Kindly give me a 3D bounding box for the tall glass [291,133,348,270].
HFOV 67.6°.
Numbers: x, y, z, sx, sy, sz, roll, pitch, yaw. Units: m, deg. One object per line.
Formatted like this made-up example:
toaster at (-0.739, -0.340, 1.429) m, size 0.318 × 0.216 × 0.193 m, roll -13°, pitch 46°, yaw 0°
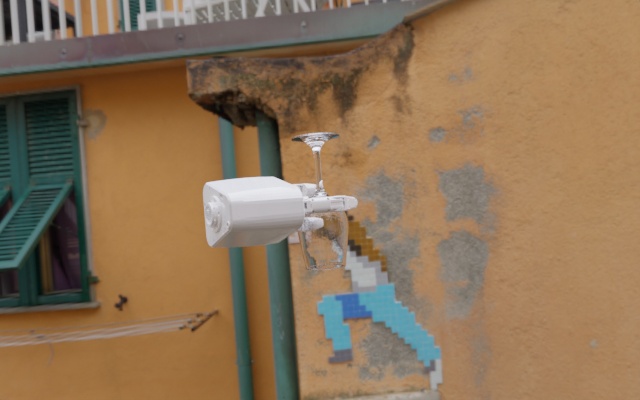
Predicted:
tall glass at (0.000, 0.002, 0.728) m, size 0.079 × 0.201 × 0.079 m, roll -5°, pitch -1°, yaw 0°
